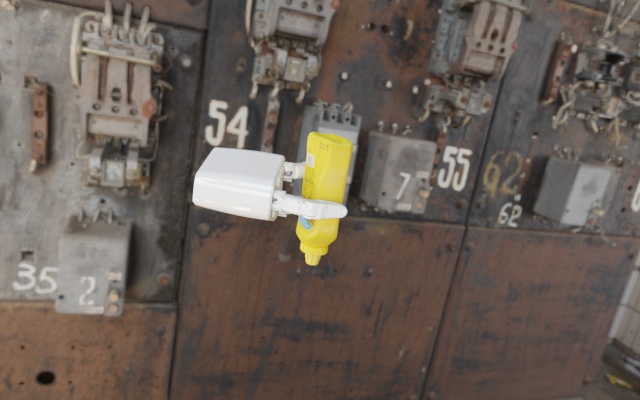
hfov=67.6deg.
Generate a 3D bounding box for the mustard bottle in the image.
[{"bbox_3d":[0.000,0.002,0.690,0.058,0.192,0.096,3,15,-21],"label":"mustard bottle"}]
